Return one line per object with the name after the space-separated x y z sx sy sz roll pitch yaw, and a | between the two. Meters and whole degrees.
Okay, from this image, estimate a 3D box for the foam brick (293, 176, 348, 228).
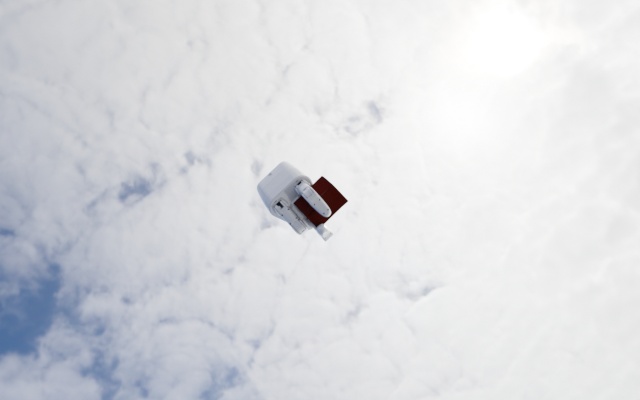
0.000 0.003 0.885 0.053 0.078 0.051 47 -1 -32 | foam brick
